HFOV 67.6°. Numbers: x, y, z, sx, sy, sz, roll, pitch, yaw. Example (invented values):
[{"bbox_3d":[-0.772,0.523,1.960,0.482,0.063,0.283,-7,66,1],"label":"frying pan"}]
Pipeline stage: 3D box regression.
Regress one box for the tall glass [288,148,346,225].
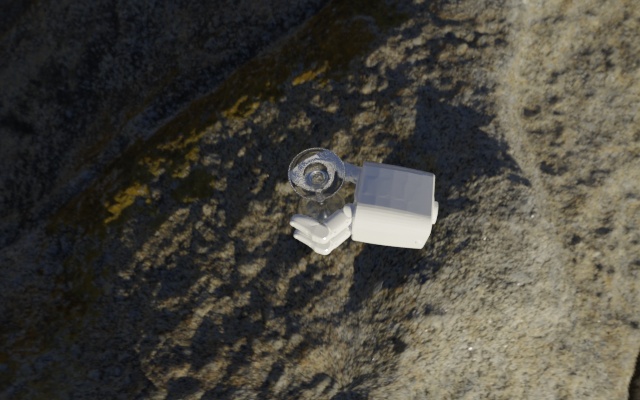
[{"bbox_3d":[0.000,0.002,0.702,0.079,0.079,0.201,0,-22,3],"label":"tall glass"}]
